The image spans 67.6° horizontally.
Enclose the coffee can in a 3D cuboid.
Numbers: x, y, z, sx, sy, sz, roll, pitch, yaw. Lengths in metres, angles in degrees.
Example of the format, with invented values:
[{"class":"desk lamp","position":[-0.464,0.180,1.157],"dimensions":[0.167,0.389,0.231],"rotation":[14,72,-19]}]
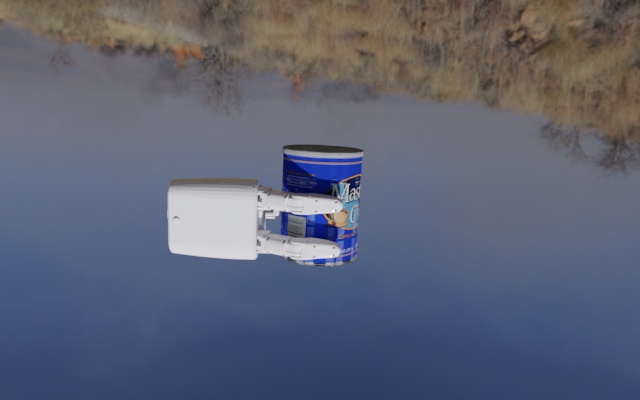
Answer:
[{"class":"coffee can","position":[0.000,0.002,0.618],"dimensions":[0.103,0.140,0.103],"rotation":[3,11,-1]}]
